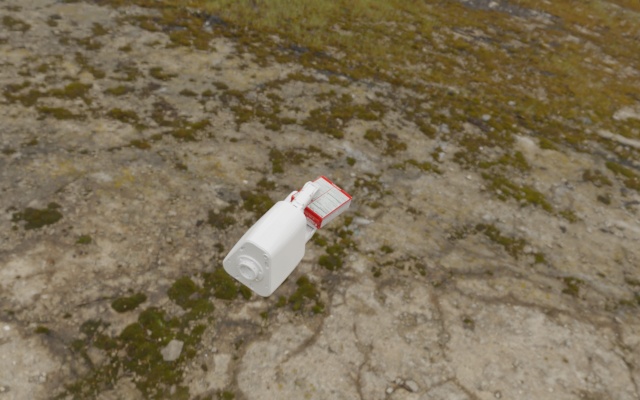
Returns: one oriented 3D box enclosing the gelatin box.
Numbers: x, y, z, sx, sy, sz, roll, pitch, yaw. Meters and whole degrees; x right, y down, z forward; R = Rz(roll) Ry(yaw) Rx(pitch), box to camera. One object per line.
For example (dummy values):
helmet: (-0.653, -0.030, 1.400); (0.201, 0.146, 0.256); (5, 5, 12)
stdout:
gelatin box: (0.000, 0.002, 0.845); (0.073, 0.030, 0.089); (37, 48, 21)
